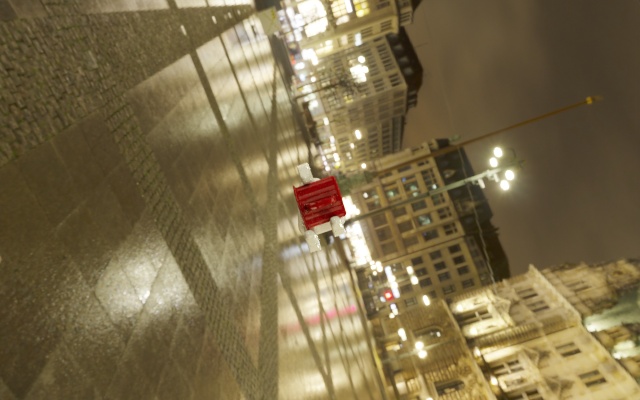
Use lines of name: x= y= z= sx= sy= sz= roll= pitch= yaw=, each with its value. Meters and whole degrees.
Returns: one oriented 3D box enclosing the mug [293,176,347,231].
mug: x=0.000 y=0.003 z=0.895 sx=0.081 sy=0.093 sz=0.117 roll=-19 pitch=0 yaw=1
